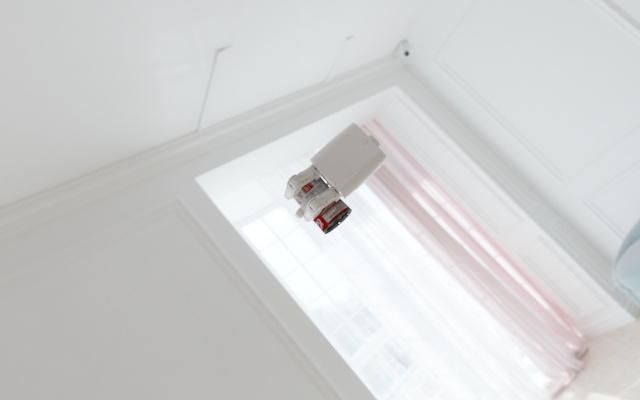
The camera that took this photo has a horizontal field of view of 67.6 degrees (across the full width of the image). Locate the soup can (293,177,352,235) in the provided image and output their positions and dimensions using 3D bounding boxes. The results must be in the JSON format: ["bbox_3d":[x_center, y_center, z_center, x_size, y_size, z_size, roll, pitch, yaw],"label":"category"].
[{"bbox_3d":[0.000,0.003,0.883,0.068,0.102,0.068,-40,-13,-11],"label":"soup can"}]
